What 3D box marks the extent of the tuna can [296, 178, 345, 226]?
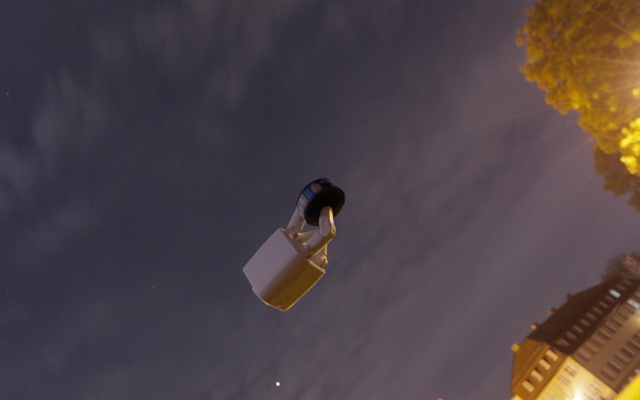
[{"bbox_3d":[0.000,0.002,0.858,0.086,0.086,0.033,0,36,-41],"label":"tuna can"}]
